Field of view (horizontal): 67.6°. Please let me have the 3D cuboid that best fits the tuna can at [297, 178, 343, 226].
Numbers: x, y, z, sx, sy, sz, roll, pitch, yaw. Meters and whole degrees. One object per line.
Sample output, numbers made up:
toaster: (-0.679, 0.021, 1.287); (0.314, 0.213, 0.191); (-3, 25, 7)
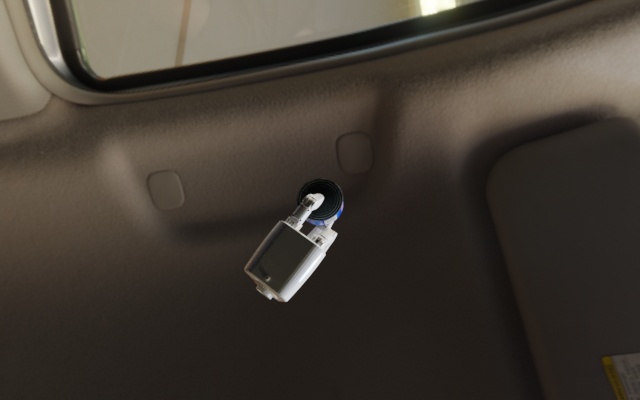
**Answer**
tuna can: (0.000, 0.003, 0.895); (0.086, 0.086, 0.034); (0, -21, 5)
